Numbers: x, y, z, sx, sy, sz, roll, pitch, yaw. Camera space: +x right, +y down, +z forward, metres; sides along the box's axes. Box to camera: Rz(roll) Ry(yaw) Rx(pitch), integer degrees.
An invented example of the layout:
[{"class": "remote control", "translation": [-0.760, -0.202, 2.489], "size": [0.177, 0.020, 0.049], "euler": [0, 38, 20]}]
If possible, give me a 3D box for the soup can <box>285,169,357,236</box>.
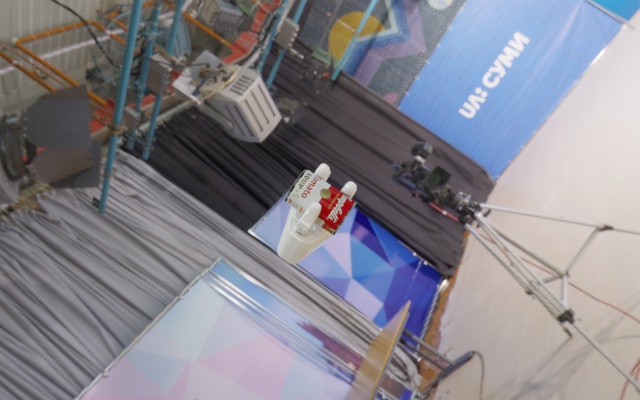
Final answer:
[{"class": "soup can", "translation": [0.000, 0.002, 0.801], "size": [0.102, 0.068, 0.068], "euler": [34, 2, 3]}]
